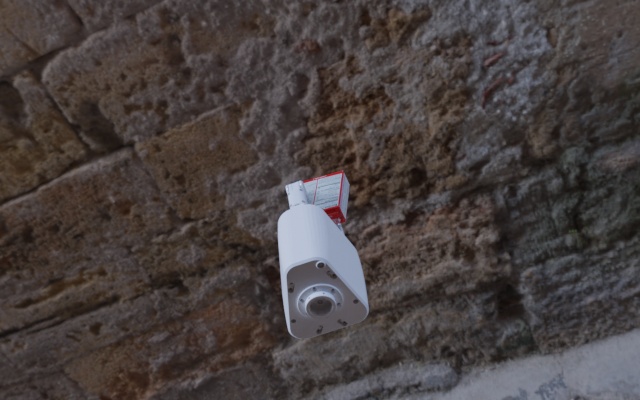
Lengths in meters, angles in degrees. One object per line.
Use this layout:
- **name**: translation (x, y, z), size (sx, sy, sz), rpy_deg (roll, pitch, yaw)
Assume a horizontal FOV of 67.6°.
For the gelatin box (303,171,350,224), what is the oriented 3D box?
- **gelatin box**: translation (0.000, 0.002, 0.660), size (0.073, 0.030, 0.089), rpy_deg (-15, 34, 17)
